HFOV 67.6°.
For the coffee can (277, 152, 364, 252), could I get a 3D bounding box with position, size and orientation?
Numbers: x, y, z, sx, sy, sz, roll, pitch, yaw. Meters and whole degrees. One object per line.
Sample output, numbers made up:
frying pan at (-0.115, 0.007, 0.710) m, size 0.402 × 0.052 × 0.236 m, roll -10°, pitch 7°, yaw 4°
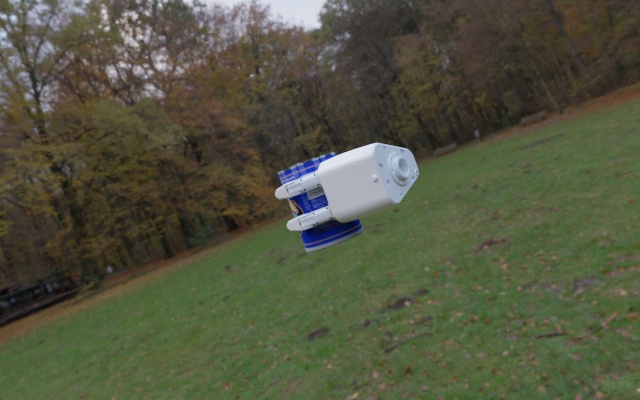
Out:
coffee can at (0.000, 0.003, 0.795) m, size 0.103 × 0.140 × 0.103 m, roll -20°, pitch 2°, yaw 1°
